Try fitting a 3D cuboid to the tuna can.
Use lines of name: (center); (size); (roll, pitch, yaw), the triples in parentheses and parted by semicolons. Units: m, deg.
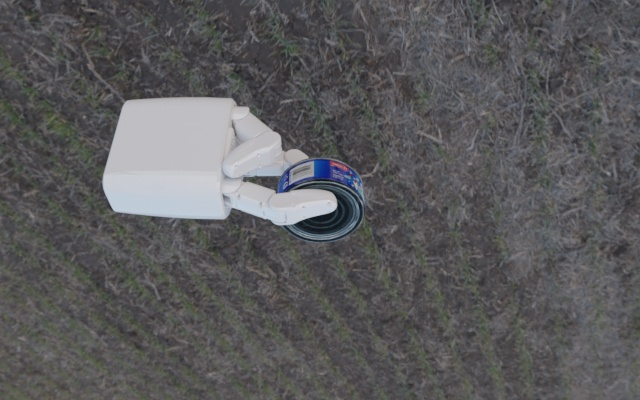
tuna can: (0.000, 0.002, 0.461); (0.086, 0.086, 0.033); (0, 43, 0)
